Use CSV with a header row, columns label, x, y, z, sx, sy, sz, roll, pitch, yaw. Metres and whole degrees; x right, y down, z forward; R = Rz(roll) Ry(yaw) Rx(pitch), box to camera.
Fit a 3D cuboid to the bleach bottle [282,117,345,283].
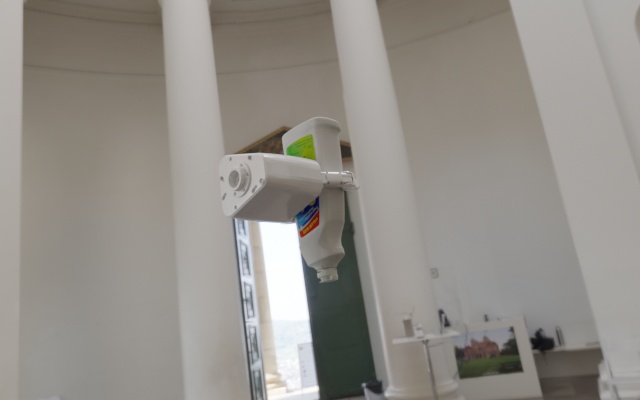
label,x,y,z,sx,sy,sz,roll,pitch,yaw
bleach bottle,0.000,0.002,0.761,0.102,0.250,0.068,-21,-18,41
